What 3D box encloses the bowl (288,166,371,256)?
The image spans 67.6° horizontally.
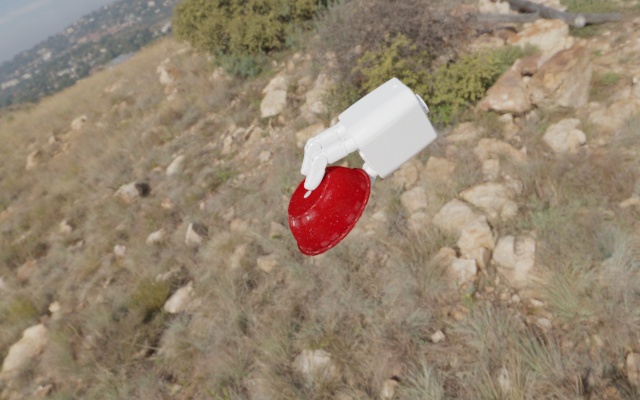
[{"bbox_3d":[-0.001,0.003,0.732,0.055,0.162,0.162,37,-18,-26],"label":"bowl"}]
